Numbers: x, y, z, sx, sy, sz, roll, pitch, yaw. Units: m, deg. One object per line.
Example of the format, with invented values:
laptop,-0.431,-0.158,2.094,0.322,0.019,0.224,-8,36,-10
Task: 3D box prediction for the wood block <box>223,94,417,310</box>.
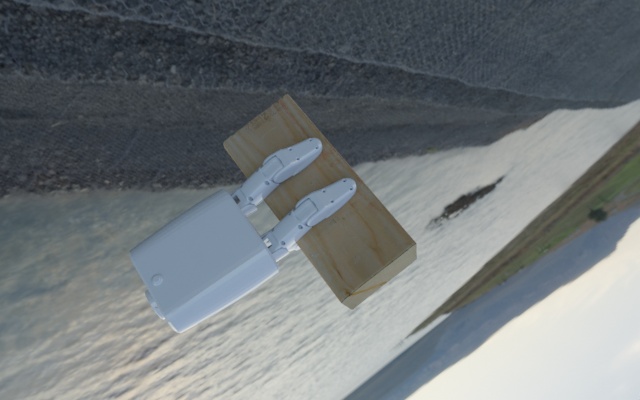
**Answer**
wood block,0.000,0.002,0.502,0.090,0.206,0.091,-38,-20,-2
